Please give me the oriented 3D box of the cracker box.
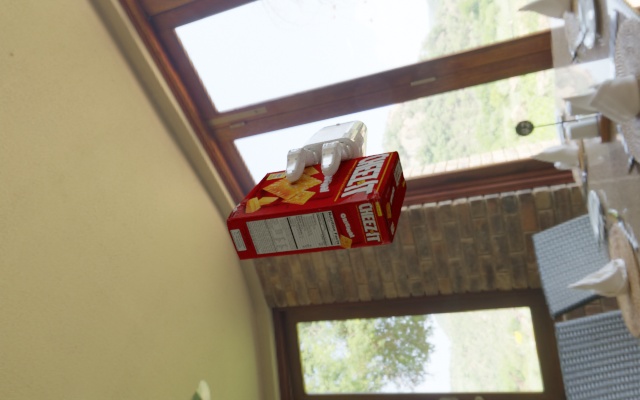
[{"bbox_3d":[0.000,0.002,0.662,0.214,0.072,0.164,-9,23,21],"label":"cracker box"}]
